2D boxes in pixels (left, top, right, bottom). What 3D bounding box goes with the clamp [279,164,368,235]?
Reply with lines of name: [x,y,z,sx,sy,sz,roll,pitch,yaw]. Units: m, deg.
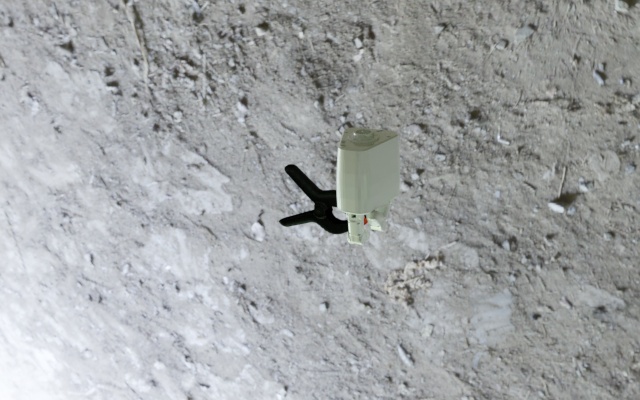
clamp: [0.000,0.003,0.829,0.171,0.120,0.039,9,29,24]
